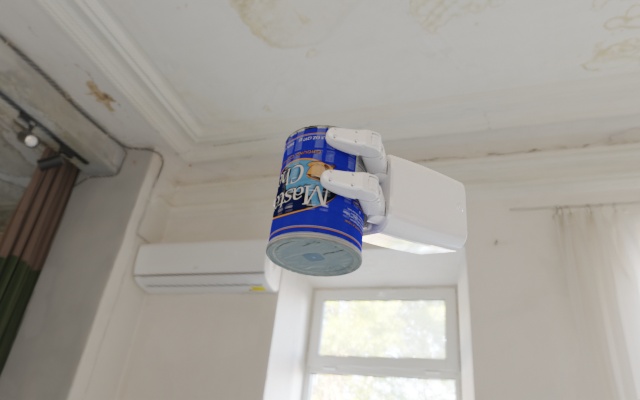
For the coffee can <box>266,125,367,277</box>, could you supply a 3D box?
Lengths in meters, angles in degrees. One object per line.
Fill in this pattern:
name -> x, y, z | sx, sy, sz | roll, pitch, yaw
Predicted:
coffee can -> 0.000, 0.002, 0.539 | 0.103, 0.140, 0.103 | 5, -29, 3
